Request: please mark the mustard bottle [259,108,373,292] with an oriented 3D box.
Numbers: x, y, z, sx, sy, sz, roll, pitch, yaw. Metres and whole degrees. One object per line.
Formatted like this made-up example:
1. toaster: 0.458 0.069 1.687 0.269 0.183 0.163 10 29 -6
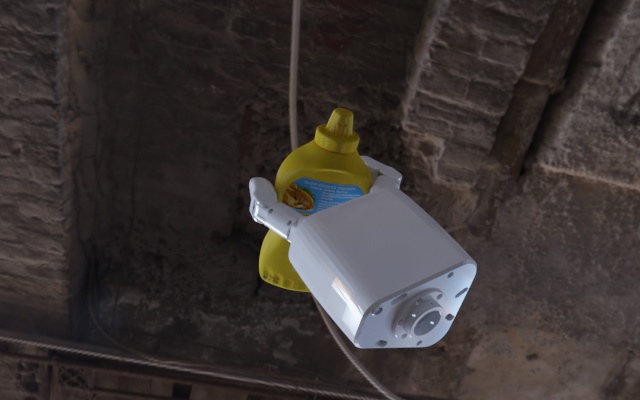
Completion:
1. mustard bottle: 0.000 0.002 0.476 0.096 0.192 0.058 9 29 -11
